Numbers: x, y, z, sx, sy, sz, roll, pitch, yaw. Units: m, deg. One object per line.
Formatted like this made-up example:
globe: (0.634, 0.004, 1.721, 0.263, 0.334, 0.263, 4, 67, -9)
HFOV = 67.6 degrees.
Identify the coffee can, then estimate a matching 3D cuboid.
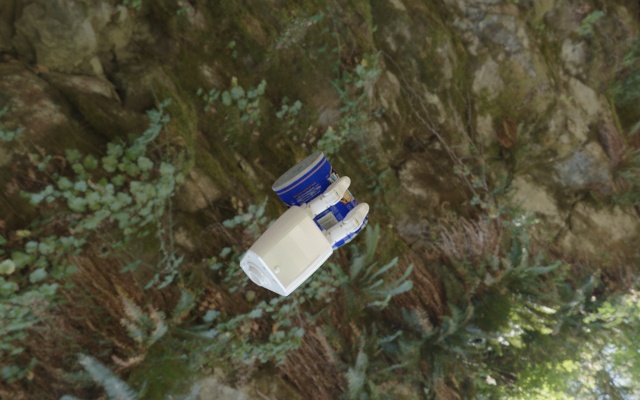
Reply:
coffee can: (0.000, 0.002, 0.808, 0.103, 0.140, 0.102, -34, 13, 9)
